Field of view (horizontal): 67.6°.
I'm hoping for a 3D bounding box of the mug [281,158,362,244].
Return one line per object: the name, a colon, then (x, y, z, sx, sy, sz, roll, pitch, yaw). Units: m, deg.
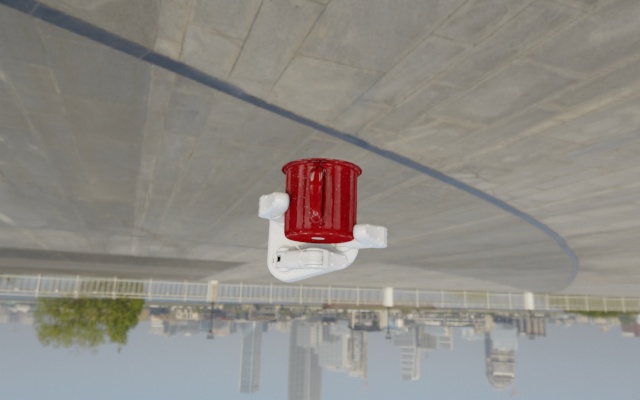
mug: (0.000, 0.002, 0.530, 0.093, 0.081, 0.117, 1, -13, 2)
